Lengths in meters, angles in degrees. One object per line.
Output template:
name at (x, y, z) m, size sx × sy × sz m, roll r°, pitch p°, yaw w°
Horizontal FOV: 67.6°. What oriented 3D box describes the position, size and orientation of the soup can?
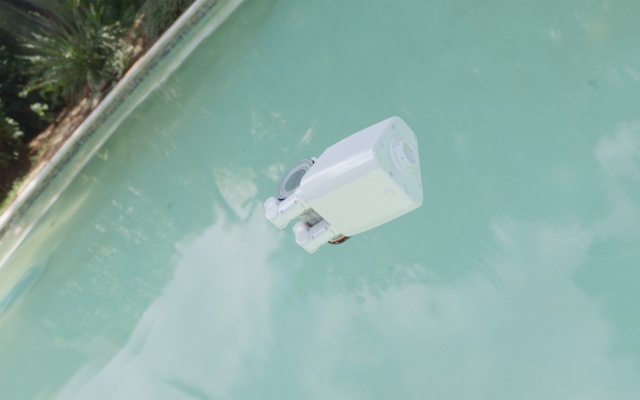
soup can at (0.000, 0.002, 0.621) m, size 0.102 × 0.068 × 0.068 m, roll 42°, pitch -23°, yaw -28°
